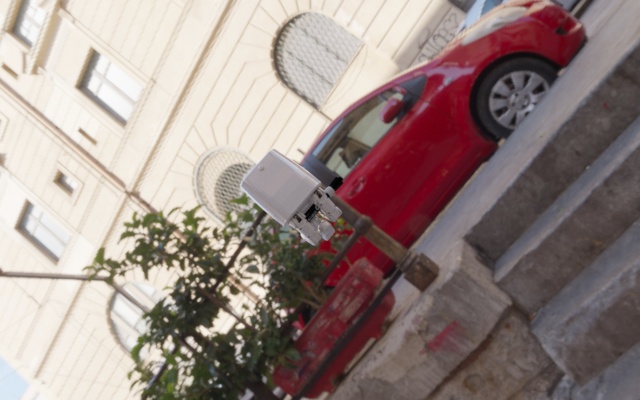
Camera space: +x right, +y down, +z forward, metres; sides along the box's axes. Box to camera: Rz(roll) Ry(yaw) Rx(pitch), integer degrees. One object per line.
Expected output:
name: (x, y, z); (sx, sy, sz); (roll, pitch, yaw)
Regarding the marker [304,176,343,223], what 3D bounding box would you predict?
marker: (0.000, 0.003, 0.863); (0.020, 0.121, 0.020); (38, -14, 11)
